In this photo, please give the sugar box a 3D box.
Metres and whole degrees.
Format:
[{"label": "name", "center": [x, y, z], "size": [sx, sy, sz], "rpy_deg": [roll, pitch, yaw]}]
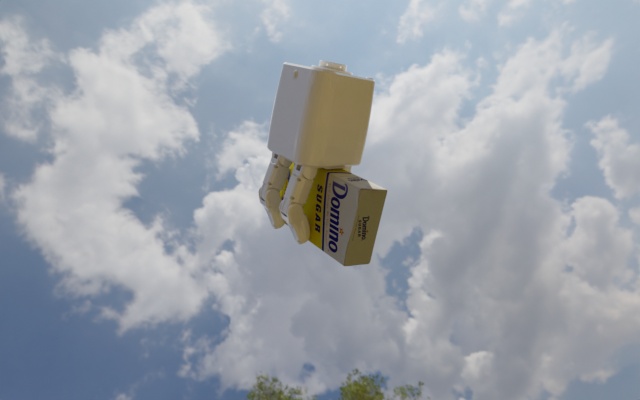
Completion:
[{"label": "sugar box", "center": [0.000, 0.002, 0.587], "size": [0.048, 0.093, 0.176], "rpy_deg": [0, 18, -35]}]
